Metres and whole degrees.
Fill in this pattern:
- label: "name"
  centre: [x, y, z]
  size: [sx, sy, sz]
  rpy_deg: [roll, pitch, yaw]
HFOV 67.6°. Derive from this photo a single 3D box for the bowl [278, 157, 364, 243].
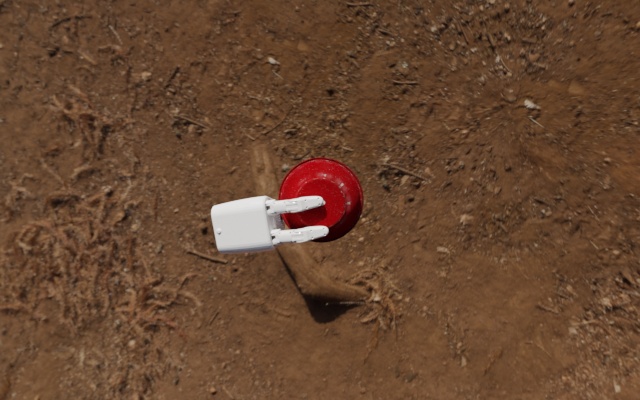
- label: "bowl"
  centre: [0.001, 0.002, 0.872]
  size: [0.162, 0.162, 0.055]
  rpy_deg: [0, 7, 1]
